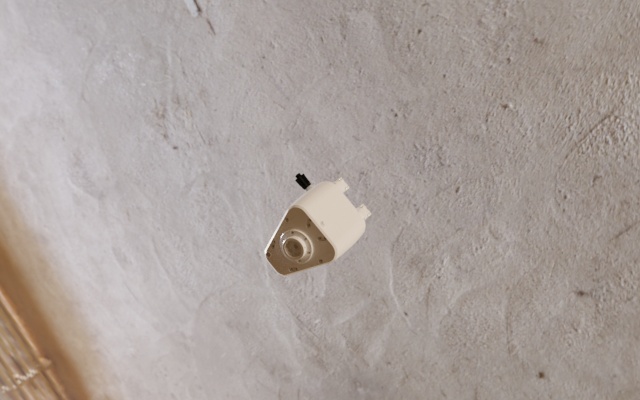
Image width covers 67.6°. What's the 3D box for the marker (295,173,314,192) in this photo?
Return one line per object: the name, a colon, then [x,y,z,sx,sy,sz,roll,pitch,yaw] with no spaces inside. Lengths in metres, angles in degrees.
marker: [0.000,0.003,0.793,0.020,0.121,0.020,-40,-2,-2]
